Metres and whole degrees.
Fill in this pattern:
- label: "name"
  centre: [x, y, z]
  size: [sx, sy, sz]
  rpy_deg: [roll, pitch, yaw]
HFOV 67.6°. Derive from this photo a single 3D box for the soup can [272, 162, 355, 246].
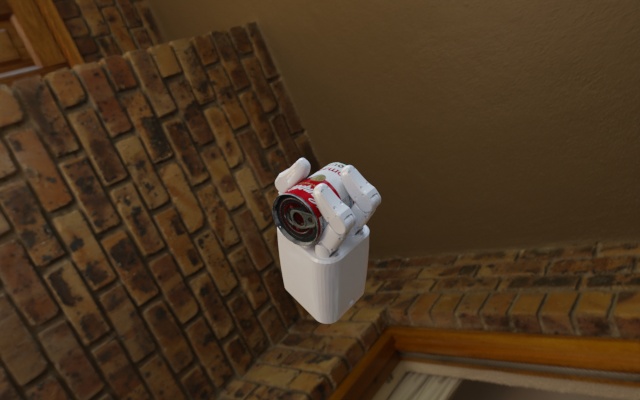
- label: "soup can"
  centre: [0.000, 0.001, 0.583]
  size: [0.068, 0.068, 0.102]
  rpy_deg: [0, 25, 42]
